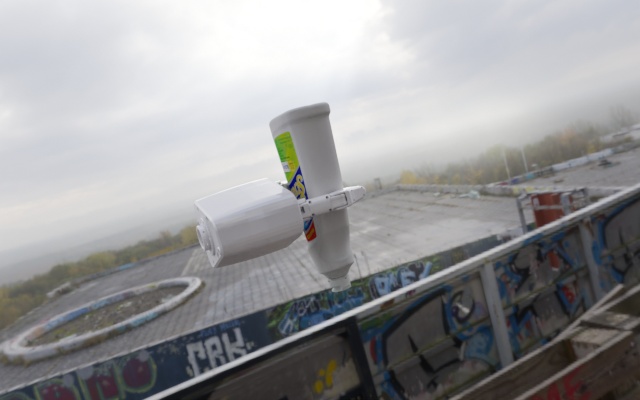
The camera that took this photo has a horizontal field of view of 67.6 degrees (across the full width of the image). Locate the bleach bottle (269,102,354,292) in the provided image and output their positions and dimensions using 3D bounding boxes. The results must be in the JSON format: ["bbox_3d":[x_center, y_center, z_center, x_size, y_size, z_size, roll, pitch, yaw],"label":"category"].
[{"bbox_3d":[0.000,0.002,0.648,0.068,0.251,0.102,-18,5,-23],"label":"bleach bottle"}]
